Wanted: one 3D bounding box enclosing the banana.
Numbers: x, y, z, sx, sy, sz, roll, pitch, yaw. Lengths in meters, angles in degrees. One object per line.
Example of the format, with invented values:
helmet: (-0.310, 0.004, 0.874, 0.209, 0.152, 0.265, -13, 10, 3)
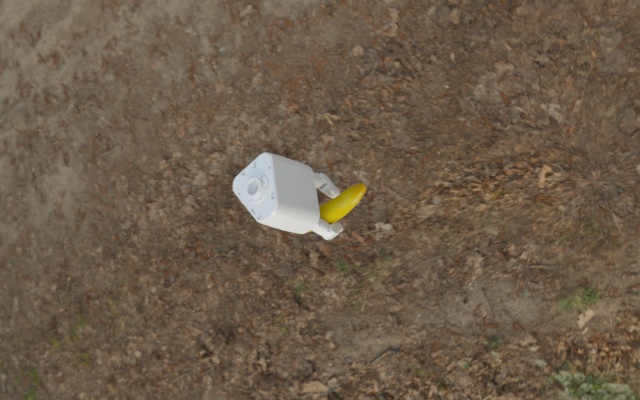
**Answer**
banana: (-0.004, 0.020, 0.860, 0.198, 0.069, 0.037, -16, -34, 37)
